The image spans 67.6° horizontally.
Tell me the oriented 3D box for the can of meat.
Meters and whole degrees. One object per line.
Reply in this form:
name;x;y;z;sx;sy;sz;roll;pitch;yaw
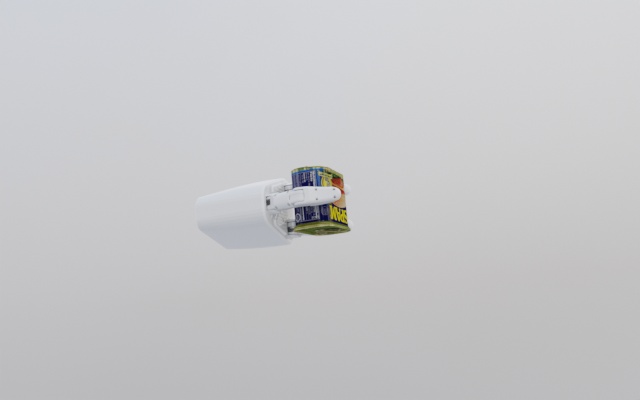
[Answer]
can of meat;0.000;0.002;0.667;0.057;0.084;0.102;-10;-12;21
